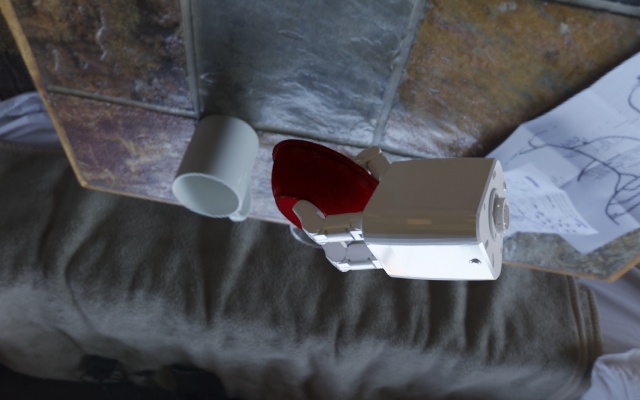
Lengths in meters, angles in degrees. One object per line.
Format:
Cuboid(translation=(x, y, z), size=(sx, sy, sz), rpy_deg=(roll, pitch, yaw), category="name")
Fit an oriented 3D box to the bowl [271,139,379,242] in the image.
Cuboid(translation=(-0.001, 0.002, 0.558), size=(0.162, 0.055, 0.162), rpy_deg=(27, -22, 12), category="bowl")
